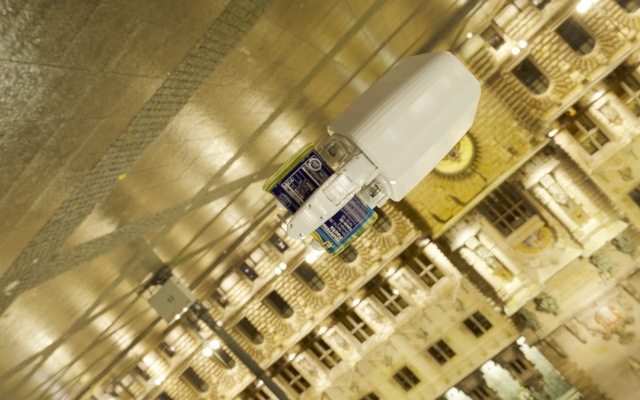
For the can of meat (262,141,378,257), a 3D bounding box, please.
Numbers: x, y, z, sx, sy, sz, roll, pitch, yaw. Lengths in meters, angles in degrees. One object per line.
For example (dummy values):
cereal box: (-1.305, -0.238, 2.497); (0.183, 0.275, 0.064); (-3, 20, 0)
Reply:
can of meat: (0.000, 0.002, 0.425); (0.057, 0.084, 0.102); (-44, 0, -2)
